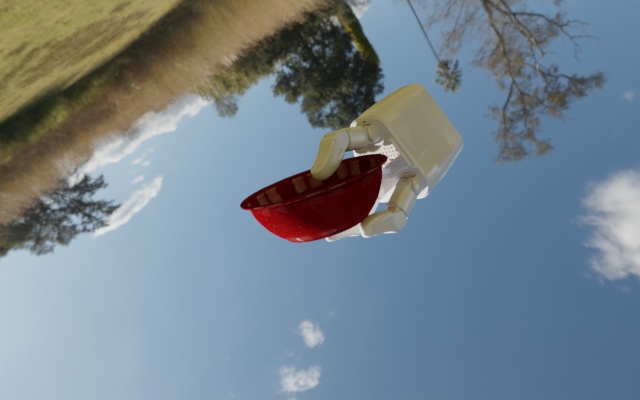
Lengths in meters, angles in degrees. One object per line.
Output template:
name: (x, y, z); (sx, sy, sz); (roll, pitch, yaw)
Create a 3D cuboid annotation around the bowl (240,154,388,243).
bowl: (-0.001, 0.003, 0.506); (0.162, 0.055, 0.162); (-17, 11, 4)
